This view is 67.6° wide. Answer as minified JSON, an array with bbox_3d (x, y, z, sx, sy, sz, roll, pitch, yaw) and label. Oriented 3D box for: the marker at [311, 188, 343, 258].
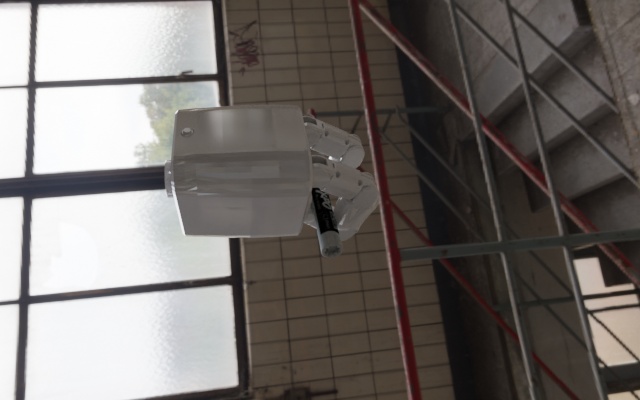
[{"bbox_3d":[0.000,0.001,0.443,0.020,0.020,0.121,0,44,-13],"label":"marker"}]
